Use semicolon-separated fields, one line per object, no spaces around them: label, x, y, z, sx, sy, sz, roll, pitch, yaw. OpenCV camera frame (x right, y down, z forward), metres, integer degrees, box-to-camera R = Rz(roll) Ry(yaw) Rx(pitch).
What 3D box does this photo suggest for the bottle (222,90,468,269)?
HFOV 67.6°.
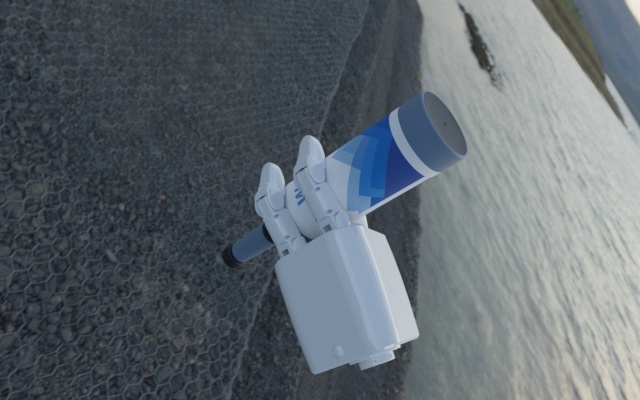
bottle;0.000;0.001;0.477;0.296;0.069;0.069;-32;-19;33
